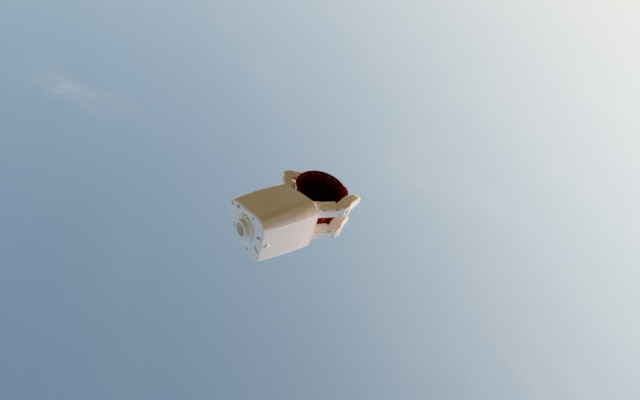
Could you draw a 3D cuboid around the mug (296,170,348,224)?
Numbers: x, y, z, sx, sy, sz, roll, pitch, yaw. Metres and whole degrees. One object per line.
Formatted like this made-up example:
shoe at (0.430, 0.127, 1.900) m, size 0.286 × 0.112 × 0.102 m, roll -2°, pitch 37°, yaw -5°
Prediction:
mug at (0.001, 0.003, 0.880) m, size 0.117 × 0.082 × 0.093 m, roll -15°, pitch 52°, yaw -35°
